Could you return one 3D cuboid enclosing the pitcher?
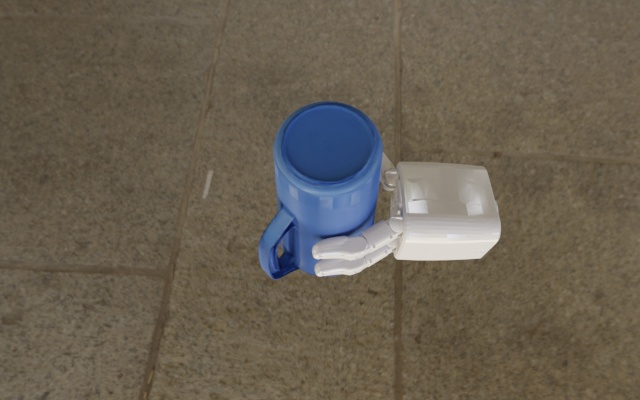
[{"bbox_3d":[0.000,0.002,0.564,0.145,0.149,0.243,2,-25,1],"label":"pitcher"}]
